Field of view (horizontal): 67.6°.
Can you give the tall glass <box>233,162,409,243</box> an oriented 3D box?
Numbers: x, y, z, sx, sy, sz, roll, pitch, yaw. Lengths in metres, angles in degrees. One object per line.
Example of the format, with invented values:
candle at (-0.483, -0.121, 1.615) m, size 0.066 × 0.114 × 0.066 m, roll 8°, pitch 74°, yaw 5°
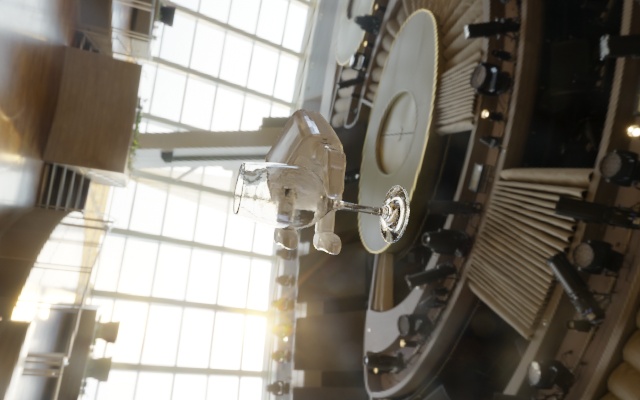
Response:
tall glass at (0.001, 0.002, 0.574) m, size 0.201 × 0.079 × 0.079 m, roll 9°, pitch -3°, yaw -18°
